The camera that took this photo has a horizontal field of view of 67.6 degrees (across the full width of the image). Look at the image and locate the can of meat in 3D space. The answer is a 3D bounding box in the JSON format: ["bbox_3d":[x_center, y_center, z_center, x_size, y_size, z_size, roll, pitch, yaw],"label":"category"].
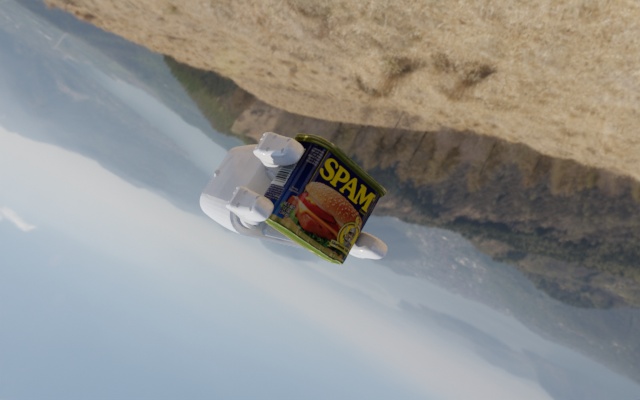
[{"bbox_3d":[0.000,0.002,0.441,0.102,0.084,0.057,37,-13,-35],"label":"can of meat"}]
